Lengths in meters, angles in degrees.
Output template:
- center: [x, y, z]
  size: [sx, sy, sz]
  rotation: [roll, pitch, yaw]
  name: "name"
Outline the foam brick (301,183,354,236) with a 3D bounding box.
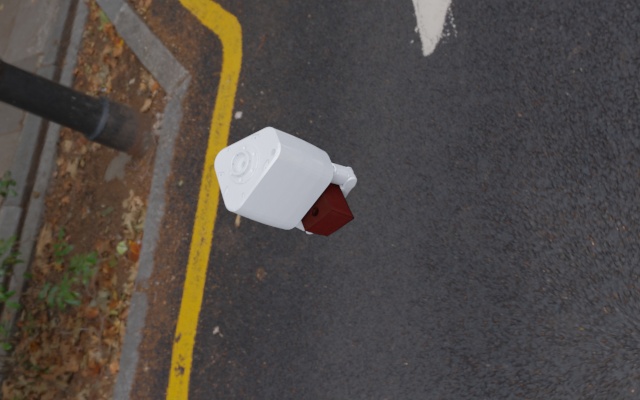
- center: [0.000, 0.002, 0.661]
  size: [0.053, 0.078, 0.051]
  rotation: [-38, -33, 25]
  name: "foam brick"
